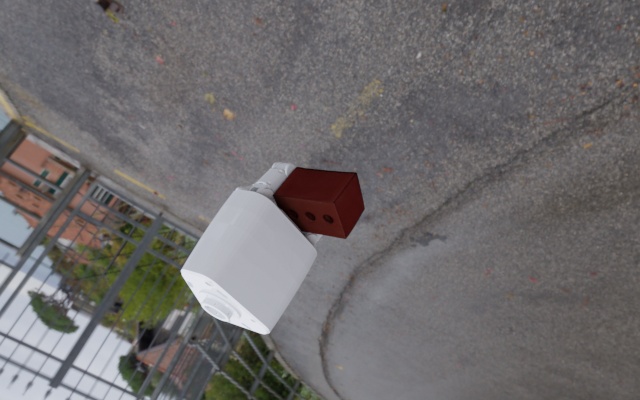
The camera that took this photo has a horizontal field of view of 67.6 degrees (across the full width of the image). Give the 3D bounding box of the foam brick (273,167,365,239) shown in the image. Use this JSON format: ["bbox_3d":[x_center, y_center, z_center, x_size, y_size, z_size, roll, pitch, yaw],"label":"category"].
[{"bbox_3d":[0.000,0.002,0.515,0.078,0.053,0.051,7,43,31],"label":"foam brick"}]
